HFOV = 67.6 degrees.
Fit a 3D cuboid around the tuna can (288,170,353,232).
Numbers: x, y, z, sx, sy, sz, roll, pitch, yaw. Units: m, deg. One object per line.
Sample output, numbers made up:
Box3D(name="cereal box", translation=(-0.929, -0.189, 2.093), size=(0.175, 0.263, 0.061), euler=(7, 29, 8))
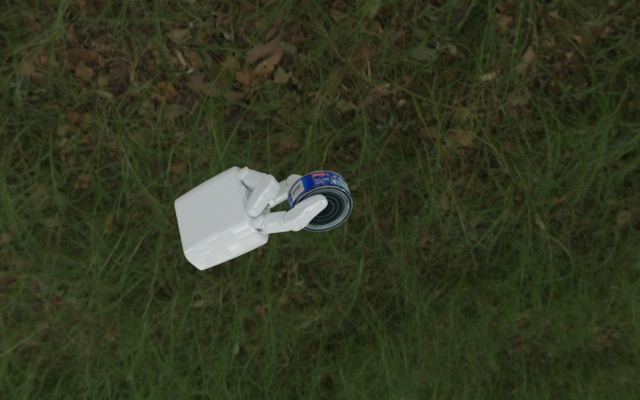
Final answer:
Box3D(name="tuna can", translation=(0.000, 0.002, 0.655), size=(0.086, 0.086, 0.033), euler=(0, 41, -16))
